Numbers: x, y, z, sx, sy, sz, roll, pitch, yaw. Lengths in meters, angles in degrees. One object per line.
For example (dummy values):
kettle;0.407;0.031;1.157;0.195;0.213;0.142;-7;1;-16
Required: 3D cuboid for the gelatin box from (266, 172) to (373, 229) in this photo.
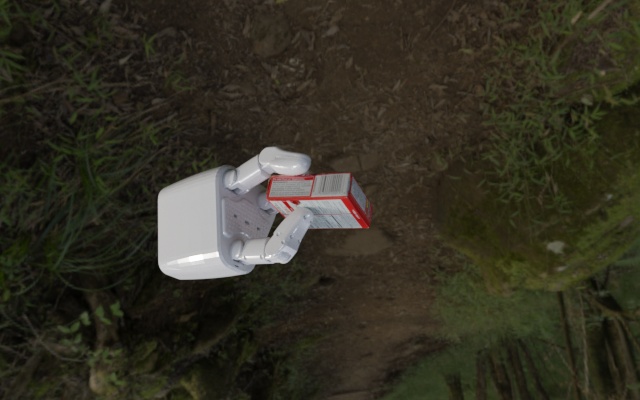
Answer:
gelatin box;0.000;0.002;0.485;0.089;0.030;0.073;-1;-27;24
